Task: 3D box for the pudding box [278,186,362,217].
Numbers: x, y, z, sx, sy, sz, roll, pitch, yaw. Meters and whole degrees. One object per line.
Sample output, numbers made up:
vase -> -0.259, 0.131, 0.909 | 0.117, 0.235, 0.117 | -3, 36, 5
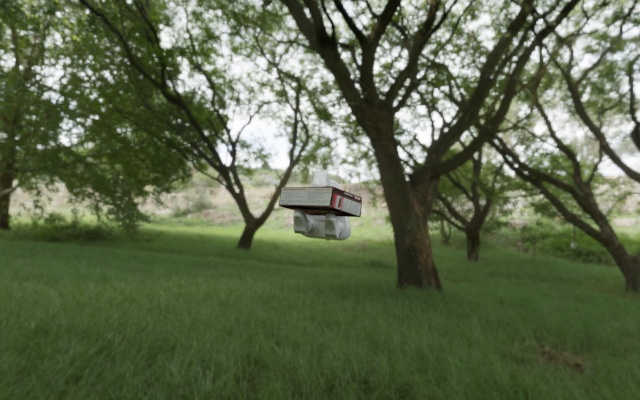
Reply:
pudding box -> 0.000, 0.002, 0.806 | 0.113, 0.039, 0.090 | -2, -12, 37
